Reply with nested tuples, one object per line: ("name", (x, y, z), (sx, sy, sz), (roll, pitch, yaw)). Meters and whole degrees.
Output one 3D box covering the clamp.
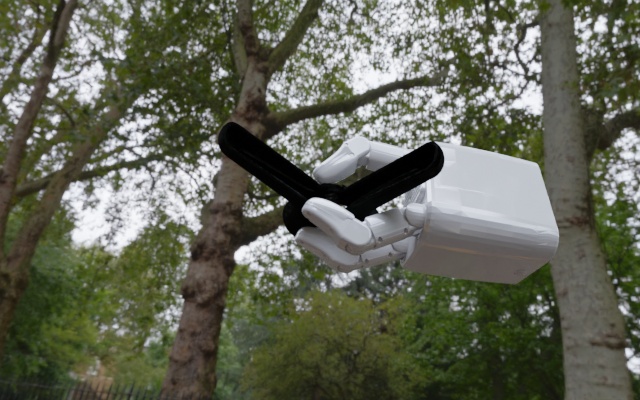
("clamp", (0.000, 0.001, 0.422), (0.164, 0.036, 0.210), (11, -28, 1))
